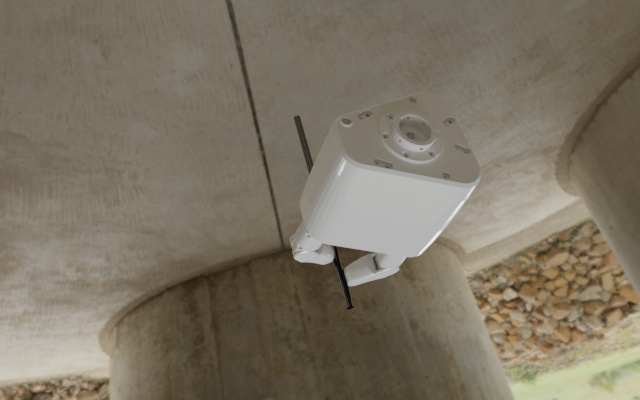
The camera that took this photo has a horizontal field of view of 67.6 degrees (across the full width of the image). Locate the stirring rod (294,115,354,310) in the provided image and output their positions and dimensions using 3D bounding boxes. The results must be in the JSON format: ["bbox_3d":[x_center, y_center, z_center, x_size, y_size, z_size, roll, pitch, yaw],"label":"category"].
[{"bbox_3d":[0.000,0.002,0.515,0.011,0.239,0.011,-12,-29,-7],"label":"stirring rod"}]
